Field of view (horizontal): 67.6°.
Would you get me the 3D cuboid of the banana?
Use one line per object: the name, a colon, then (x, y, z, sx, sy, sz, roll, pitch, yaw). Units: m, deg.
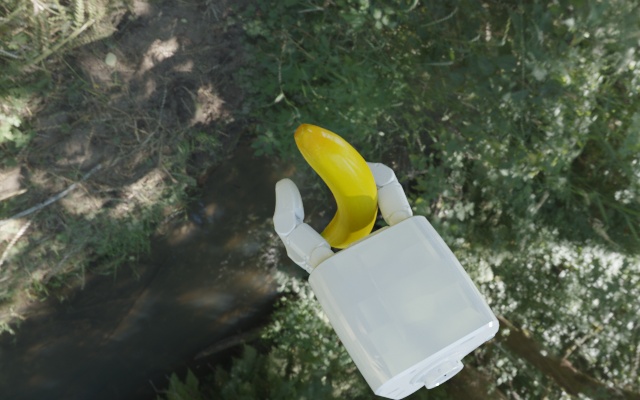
banana: (0.018, 0.000, 0.429, 0.069, 0.037, 0.198, -11, -32, -5)
